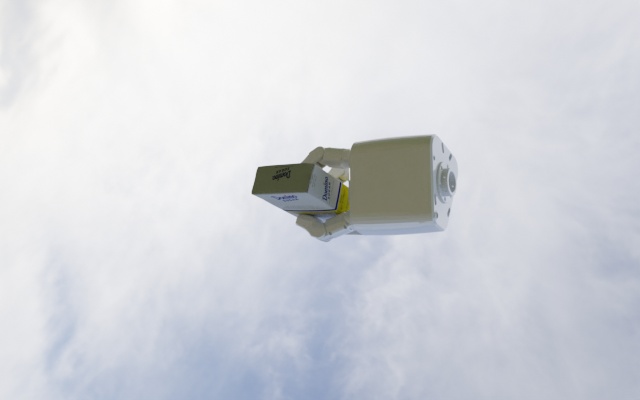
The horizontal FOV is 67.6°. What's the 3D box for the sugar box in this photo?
[{"bbox_3d":[0.000,0.002,0.646,0.093,0.048,0.176,-1,-22,35],"label":"sugar box"}]
